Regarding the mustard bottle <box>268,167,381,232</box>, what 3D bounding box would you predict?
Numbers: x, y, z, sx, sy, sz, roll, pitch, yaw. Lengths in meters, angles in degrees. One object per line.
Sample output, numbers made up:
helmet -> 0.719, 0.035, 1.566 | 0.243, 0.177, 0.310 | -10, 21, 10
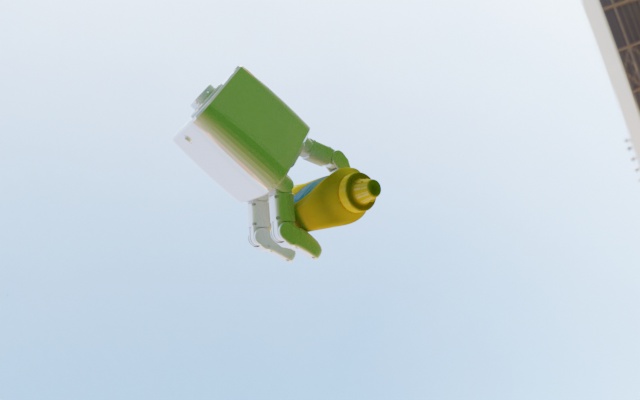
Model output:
mustard bottle -> 0.000, 0.002, 0.542 | 0.096, 0.058, 0.191 | -31, 8, -34
